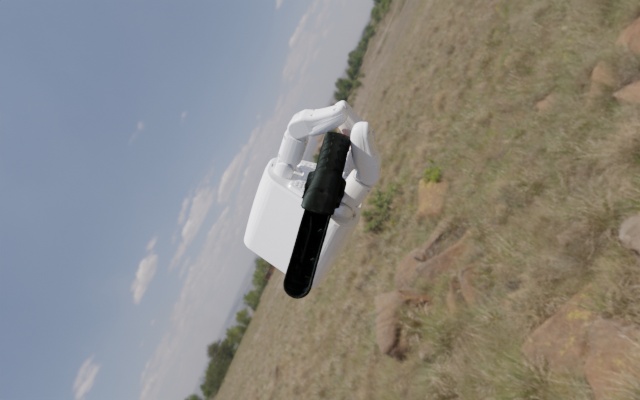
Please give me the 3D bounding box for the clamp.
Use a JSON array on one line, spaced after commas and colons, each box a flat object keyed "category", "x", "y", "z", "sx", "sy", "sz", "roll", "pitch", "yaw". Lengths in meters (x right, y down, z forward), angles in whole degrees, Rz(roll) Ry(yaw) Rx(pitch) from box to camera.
[{"category": "clamp", "x": 0.000, "y": 0.001, "z": 0.433, "sx": 0.039, "sy": 0.120, "sz": 0.171, "roll": 22, "pitch": 35, "yaw": -1}]
